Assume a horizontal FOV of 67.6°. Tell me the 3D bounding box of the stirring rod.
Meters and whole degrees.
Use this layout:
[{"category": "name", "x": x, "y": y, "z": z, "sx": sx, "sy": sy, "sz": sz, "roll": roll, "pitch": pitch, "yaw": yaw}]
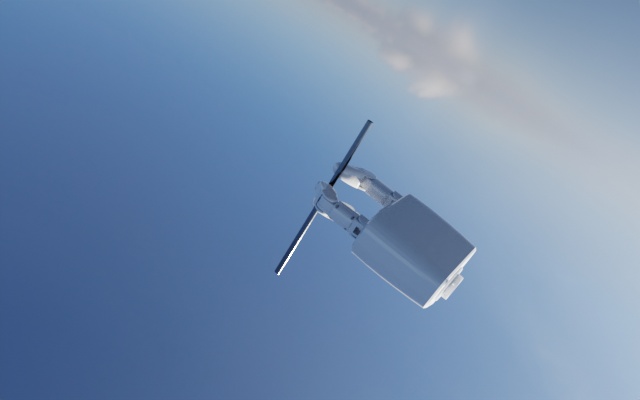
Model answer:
[{"category": "stirring rod", "x": 0.000, "y": 0.002, "z": 0.607, "sx": 0.011, "sy": 0.240, "sz": 0.011, "roll": 27, "pitch": 21, "yaw": -12}]
